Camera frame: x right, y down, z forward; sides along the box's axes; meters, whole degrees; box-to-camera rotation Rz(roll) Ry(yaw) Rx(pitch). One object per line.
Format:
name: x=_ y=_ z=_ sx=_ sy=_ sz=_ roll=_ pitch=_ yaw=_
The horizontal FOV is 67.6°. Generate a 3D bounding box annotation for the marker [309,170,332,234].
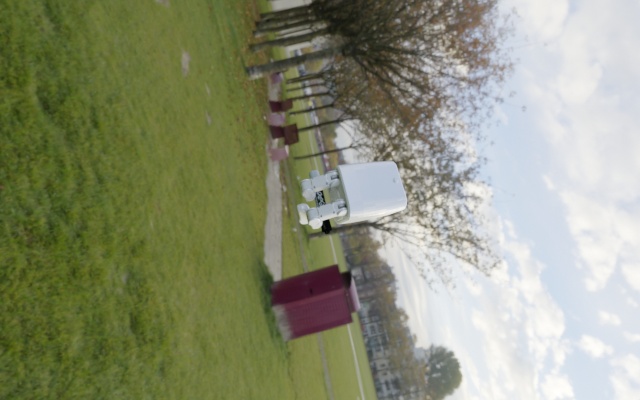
marker: x=0.000 y=0.003 z=0.855 sx=0.020 sy=0.121 sz=0.020 roll=-11 pitch=-22 yaw=-5
